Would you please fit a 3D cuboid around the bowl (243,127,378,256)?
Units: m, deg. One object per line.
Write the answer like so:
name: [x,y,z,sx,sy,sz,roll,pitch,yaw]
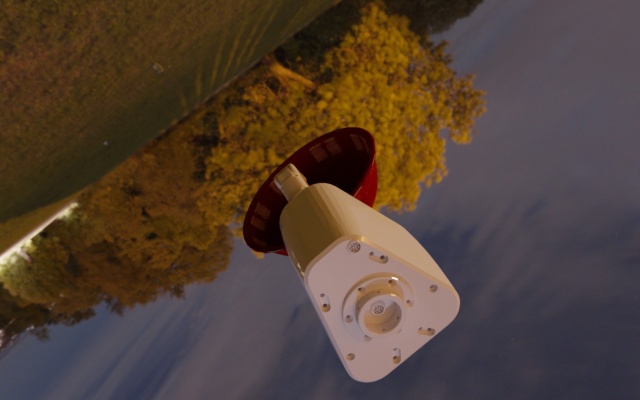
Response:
bowl: [0.000,0.001,0.481,0.162,0.162,0.055,0,-40,50]
